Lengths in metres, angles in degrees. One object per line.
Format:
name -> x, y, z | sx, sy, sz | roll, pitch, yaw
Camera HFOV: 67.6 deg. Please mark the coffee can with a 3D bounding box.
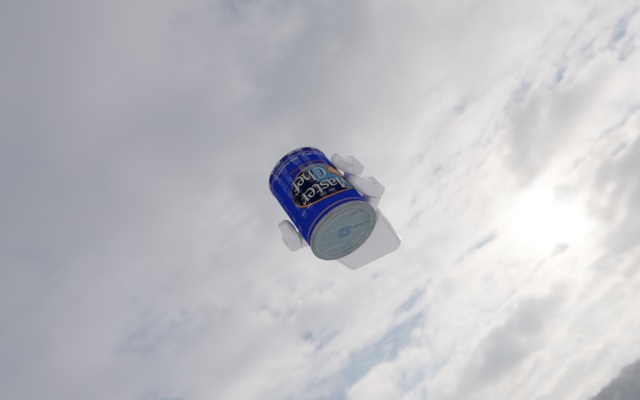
coffee can -> 0.000, 0.002, 0.692 | 0.103, 0.103, 0.140 | 0, 37, -37
